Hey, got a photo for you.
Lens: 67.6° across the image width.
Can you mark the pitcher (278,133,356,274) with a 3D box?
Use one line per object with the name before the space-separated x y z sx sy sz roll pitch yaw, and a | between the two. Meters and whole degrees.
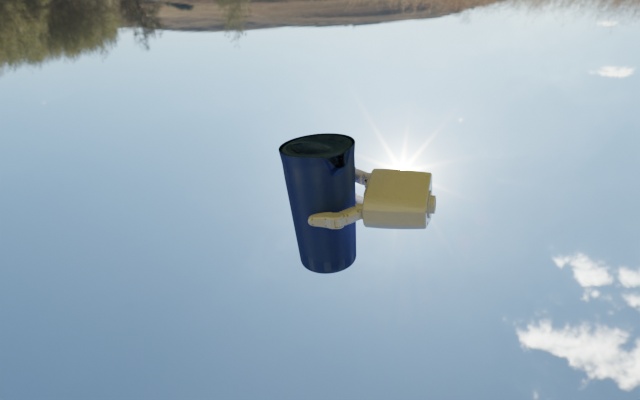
pitcher | 0.000 0.003 0.879 0.145 0.243 0.149 2 26 17
